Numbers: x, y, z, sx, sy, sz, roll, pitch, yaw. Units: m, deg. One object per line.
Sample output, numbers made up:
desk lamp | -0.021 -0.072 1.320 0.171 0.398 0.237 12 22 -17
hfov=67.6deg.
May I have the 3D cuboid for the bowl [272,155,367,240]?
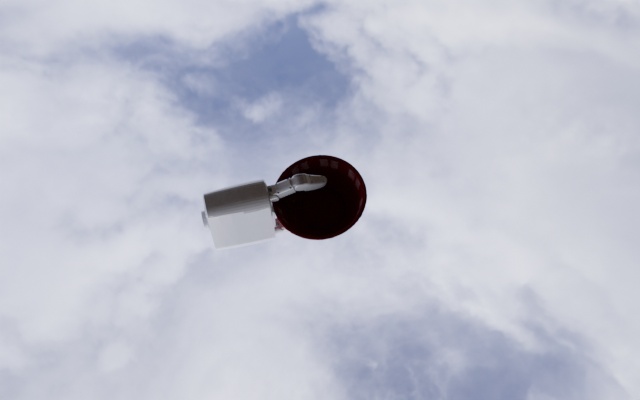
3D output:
bowl | 0.002 0.003 0.828 0.162 0.162 0.055 0 -26 7
